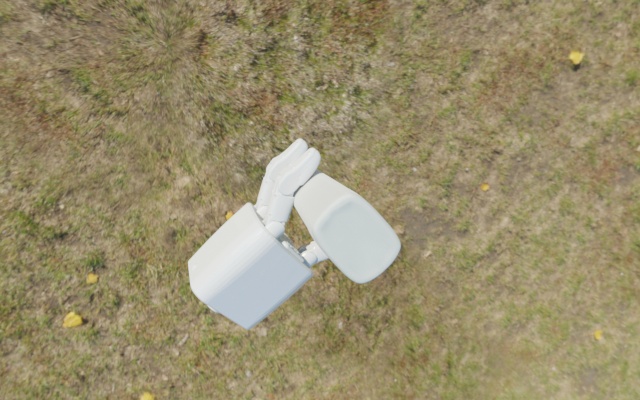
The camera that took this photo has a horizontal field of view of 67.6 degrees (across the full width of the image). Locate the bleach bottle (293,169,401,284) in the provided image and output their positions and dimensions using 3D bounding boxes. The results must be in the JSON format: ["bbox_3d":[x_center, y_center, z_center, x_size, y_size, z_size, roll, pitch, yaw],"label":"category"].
[{"bbox_3d":[0.000,0.002,0.582,0.103,0.068,0.250,48,-1,-24],"label":"bleach bottle"}]
